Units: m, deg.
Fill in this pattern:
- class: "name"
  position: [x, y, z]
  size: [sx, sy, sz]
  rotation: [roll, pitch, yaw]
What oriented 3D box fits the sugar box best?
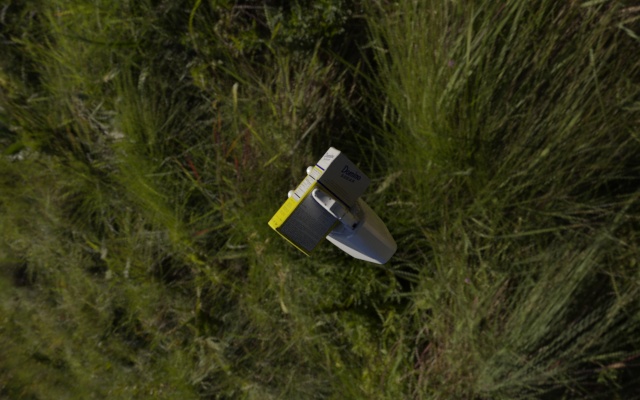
- class: "sugar box"
  position: [0.000, 0.003, 0.844]
  size: [0.093, 0.176, 0.048]
  rotation: [40, -3, -32]
